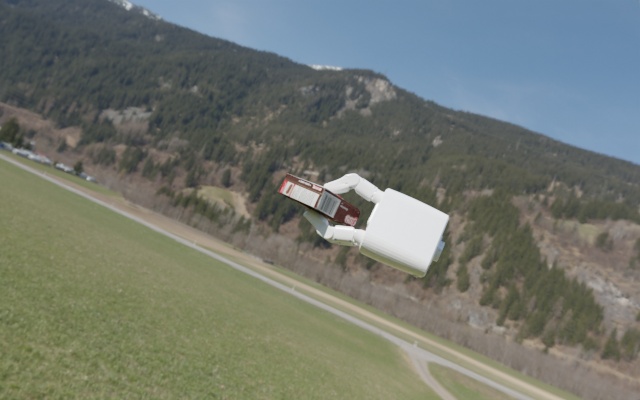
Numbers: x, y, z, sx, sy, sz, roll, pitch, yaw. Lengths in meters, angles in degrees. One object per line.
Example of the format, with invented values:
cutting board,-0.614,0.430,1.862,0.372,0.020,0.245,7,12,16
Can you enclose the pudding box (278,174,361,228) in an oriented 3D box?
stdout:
pudding box,0.000,0.002,0.775,0.090,0.039,0.113,22,-7,40
